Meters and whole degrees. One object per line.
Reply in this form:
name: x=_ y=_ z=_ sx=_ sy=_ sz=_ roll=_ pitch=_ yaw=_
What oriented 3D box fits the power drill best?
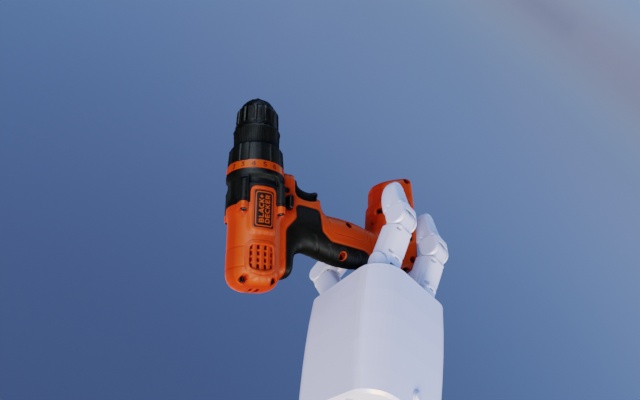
power drill: x=0.001 y=0.002 z=0.460 sx=0.187 sy=0.184 sz=0.057 roll=10 pitch=-22 yaw=-24
